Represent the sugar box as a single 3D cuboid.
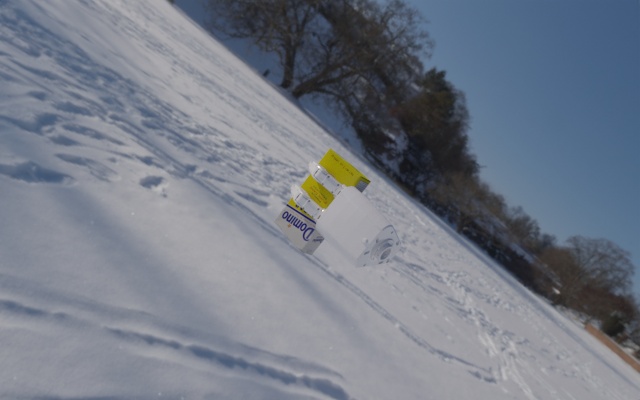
[{"bbox_3d":[0.000,0.003,0.872,0.093,0.176,0.048,45,11,33],"label":"sugar box"}]
